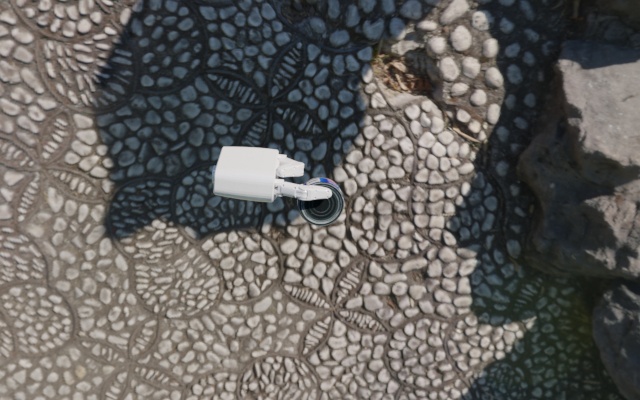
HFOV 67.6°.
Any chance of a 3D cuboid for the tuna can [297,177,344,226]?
[{"bbox_3d":[0.000,0.003,0.873,0.086,0.086,0.033,0,17,-6],"label":"tuna can"}]
